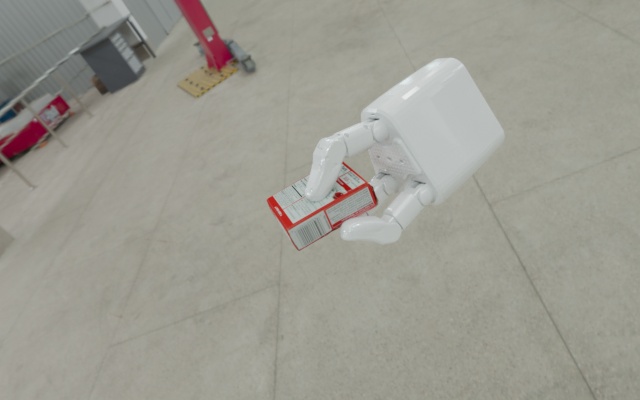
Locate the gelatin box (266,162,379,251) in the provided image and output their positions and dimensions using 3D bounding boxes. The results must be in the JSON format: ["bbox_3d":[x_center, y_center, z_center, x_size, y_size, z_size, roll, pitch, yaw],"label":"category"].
[{"bbox_3d":[0.000,0.001,0.461,0.089,0.030,0.073,-30,31,-8],"label":"gelatin box"}]
